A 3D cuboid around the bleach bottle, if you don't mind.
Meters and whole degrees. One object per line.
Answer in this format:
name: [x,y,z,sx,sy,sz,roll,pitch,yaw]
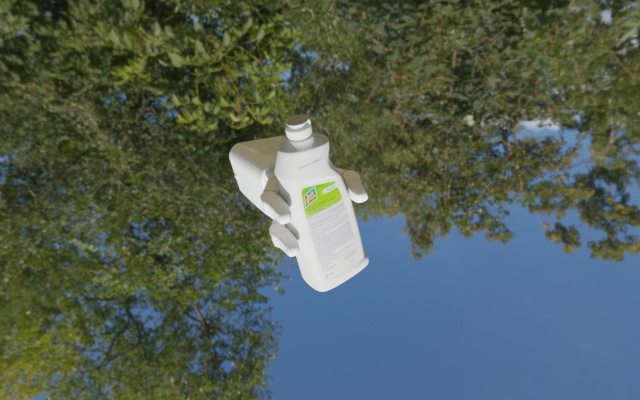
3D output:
bleach bottle: [0.000,0.002,0.635,0.102,0.251,0.068,-30,39,-24]
